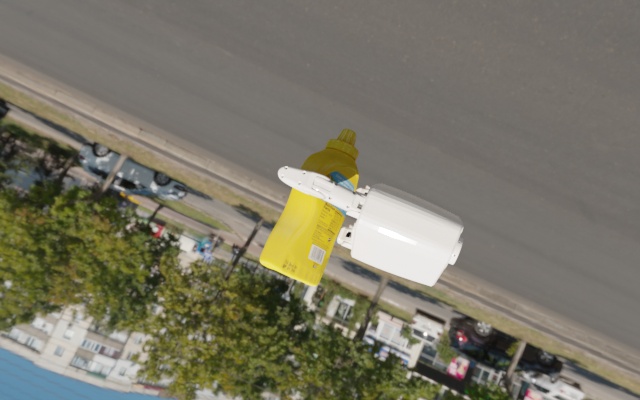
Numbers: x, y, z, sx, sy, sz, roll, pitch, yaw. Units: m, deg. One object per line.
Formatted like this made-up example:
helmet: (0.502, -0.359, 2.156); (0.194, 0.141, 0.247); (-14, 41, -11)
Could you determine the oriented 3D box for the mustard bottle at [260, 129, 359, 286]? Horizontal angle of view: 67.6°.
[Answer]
mustard bottle: (0.000, 0.002, 0.573); (0.058, 0.191, 0.096); (17, -11, 35)
